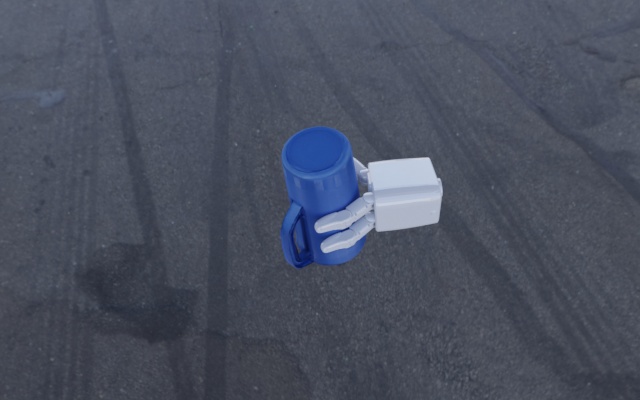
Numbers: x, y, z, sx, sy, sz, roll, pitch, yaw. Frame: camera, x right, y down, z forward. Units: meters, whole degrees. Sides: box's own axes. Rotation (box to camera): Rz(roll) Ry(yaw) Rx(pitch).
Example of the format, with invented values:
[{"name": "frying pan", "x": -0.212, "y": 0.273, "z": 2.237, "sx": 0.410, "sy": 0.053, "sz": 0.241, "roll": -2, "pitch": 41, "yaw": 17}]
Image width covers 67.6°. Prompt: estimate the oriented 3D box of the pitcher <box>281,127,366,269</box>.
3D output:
[{"name": "pitcher", "x": 0.000, "y": 0.003, "z": 0.805, "sx": 0.145, "sy": 0.149, "sz": 0.243, "roll": -6, "pitch": -38, "yaw": 4}]
